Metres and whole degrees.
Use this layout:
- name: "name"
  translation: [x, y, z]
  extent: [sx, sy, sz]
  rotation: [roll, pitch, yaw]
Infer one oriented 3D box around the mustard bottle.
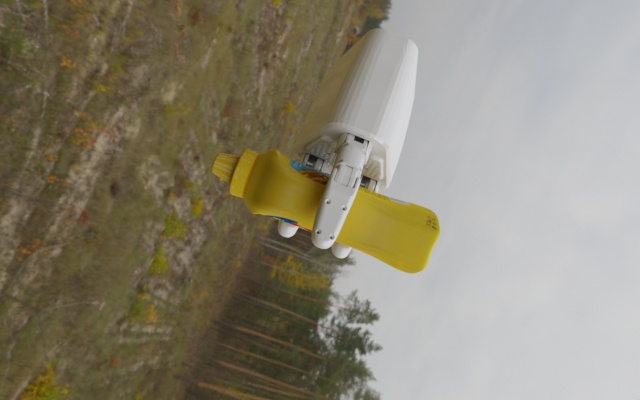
- name: "mustard bottle"
  translation: [0.000, 0.002, 0.408]
  extent: [0.191, 0.058, 0.096]
  rotation: [21, 7, -2]
